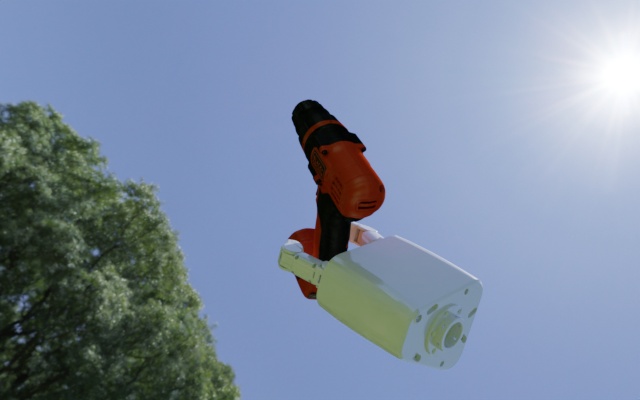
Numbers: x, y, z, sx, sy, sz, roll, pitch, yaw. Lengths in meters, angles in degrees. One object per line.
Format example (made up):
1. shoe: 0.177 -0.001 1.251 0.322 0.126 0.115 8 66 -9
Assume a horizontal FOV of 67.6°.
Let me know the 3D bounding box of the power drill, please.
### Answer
1. power drill: 0.000 0.002 0.531 0.057 0.188 0.184 -6 39 -19
